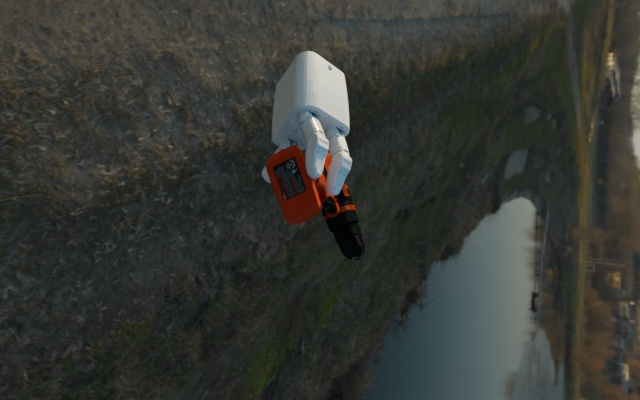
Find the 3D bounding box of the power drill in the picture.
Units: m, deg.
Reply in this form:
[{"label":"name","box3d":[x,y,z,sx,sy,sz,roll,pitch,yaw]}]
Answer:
[{"label":"power drill","box3d":[0.000,0.002,0.705,0.057,0.184,0.188,-27,-15,16]}]
